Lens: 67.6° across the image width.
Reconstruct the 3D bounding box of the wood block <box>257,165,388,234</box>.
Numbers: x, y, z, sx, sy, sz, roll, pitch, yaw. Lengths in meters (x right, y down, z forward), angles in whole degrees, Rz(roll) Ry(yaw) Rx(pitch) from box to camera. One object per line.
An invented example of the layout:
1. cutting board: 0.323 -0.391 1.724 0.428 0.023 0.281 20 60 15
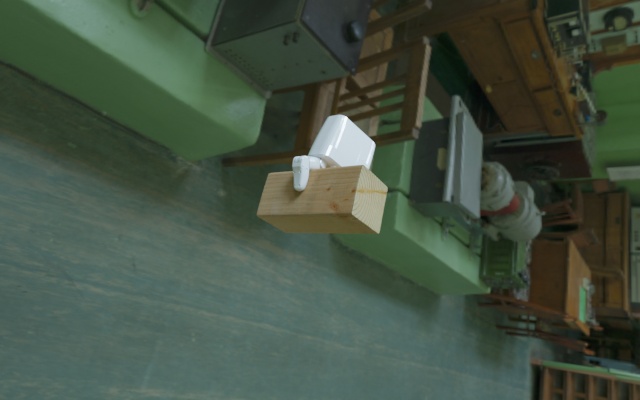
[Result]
1. wood block: 0.000 0.002 0.840 0.206 0.090 0.091 -3 -26 37
